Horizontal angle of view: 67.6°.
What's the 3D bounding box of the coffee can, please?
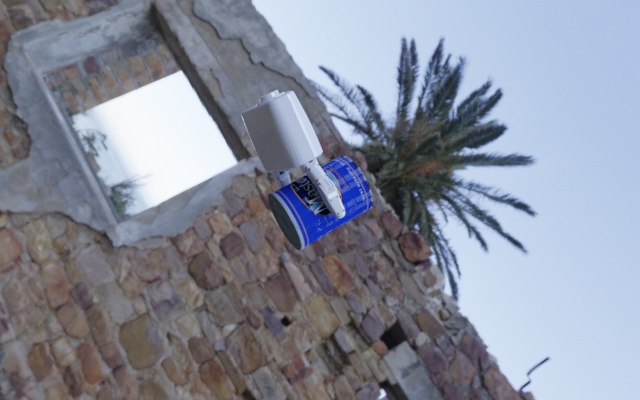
[{"bbox_3d":[0.000,0.003,0.780,0.140,0.103,0.103,-29,9,-17],"label":"coffee can"}]
